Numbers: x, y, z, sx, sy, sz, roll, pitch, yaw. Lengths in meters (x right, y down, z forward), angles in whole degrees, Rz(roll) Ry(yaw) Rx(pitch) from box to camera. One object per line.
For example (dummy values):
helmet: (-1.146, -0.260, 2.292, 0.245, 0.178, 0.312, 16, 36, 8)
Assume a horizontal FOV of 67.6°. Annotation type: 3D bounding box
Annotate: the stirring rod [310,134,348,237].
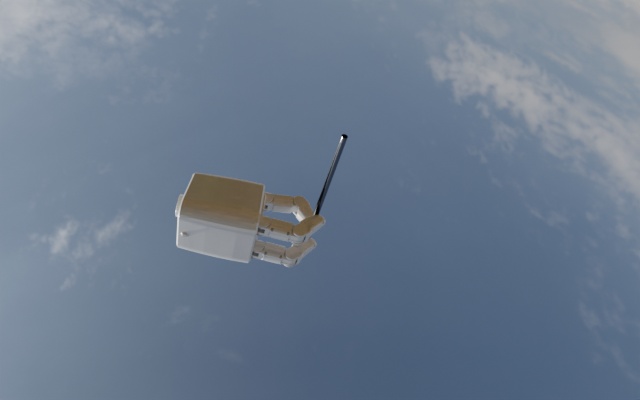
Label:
stirring rod: (0.000, 0.002, 0.661, 0.011, 0.011, 0.240, 0, -41, -19)
